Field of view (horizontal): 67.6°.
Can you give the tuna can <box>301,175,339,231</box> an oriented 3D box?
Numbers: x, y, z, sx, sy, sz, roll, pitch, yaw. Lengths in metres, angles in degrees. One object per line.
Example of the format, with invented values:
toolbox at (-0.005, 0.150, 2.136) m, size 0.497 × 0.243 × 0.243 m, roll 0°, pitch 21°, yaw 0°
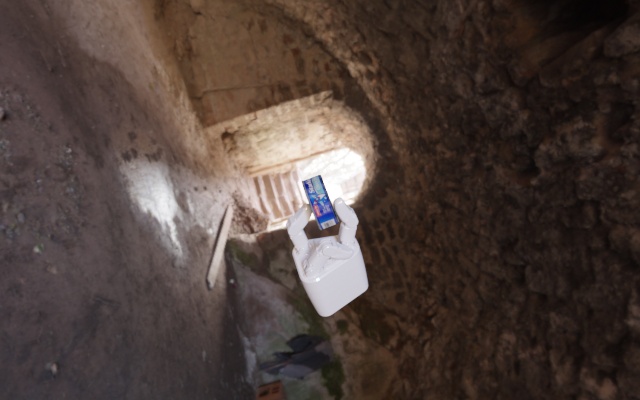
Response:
tuna can at (0.001, 0.002, 0.766) m, size 0.034 × 0.086 × 0.086 m, roll -21°, pitch -1°, yaw 2°
